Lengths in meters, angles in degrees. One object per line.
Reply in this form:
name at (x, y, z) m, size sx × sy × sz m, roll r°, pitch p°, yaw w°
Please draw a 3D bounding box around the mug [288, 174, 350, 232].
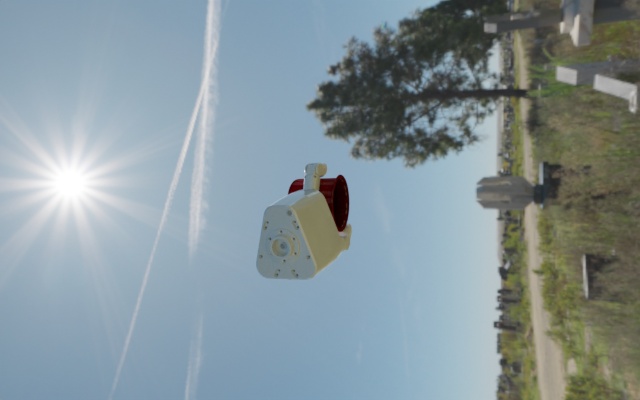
mug at (0.000, 0.002, 0.797) m, size 0.081 × 0.093 × 0.117 m, roll 0°, pitch 9°, yaw 20°
